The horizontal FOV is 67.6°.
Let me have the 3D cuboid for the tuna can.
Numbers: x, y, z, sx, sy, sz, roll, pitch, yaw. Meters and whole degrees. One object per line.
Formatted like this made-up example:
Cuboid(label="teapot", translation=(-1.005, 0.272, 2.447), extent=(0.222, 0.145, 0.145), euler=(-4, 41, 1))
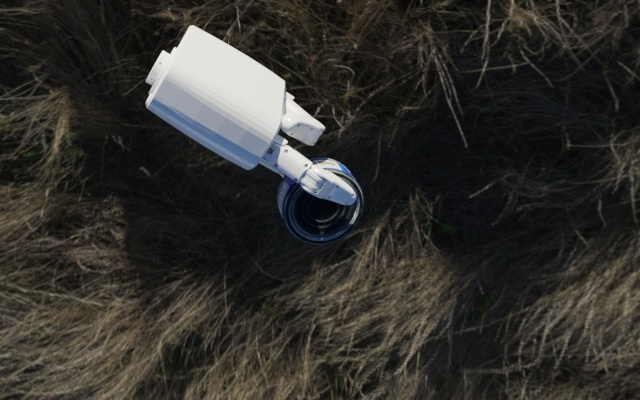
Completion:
Cuboid(label="tuna can", translation=(0.000, 0.002, 0.490), extent=(0.086, 0.086, 0.033), euler=(0, 25, -16))
